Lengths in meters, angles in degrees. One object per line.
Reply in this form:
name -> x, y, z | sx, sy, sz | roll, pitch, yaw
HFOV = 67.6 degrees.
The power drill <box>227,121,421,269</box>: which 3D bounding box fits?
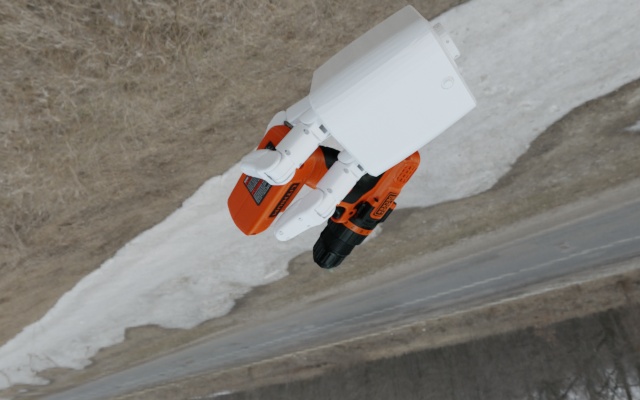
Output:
power drill -> 0.000, 0.001, 0.500 | 0.187, 0.184, 0.057 | 7, 34, -47
